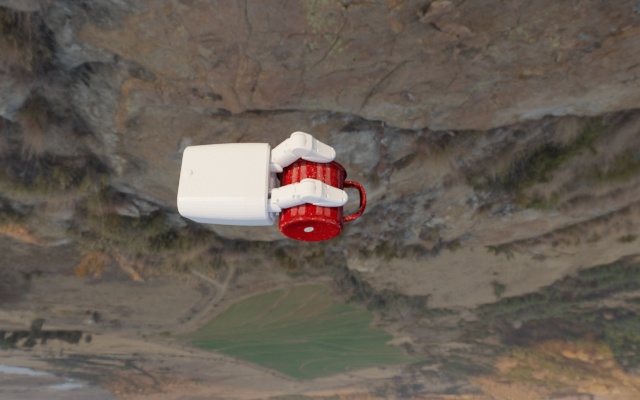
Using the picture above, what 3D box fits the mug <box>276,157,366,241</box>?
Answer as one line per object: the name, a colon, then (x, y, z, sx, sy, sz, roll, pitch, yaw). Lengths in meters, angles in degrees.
mug: (0.002, 0.002, 0.610, 0.117, 0.081, 0.093, 0, -25, 0)
